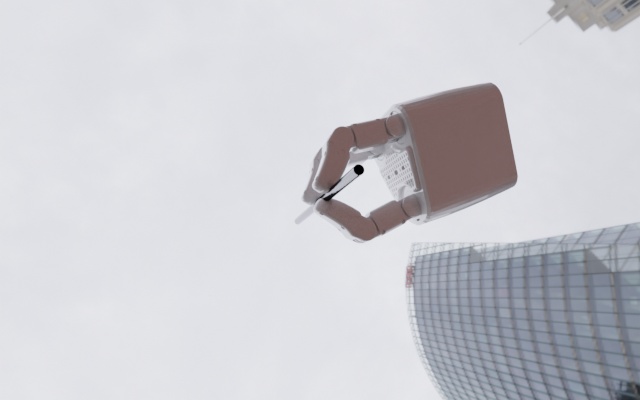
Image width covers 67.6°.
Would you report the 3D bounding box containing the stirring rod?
[{"bbox_3d":[0.000,0.001,0.447,0.011,0.011,0.239,0,-11,-13],"label":"stirring rod"}]
